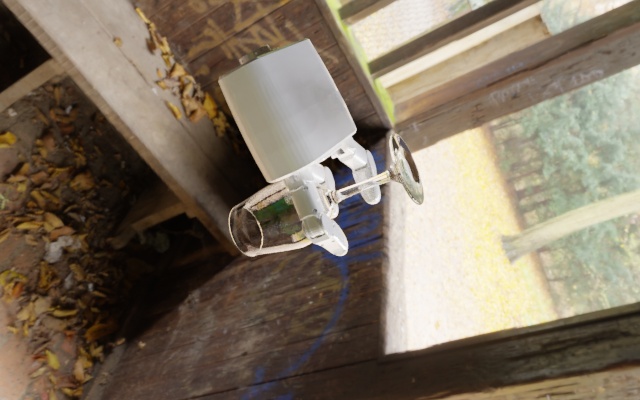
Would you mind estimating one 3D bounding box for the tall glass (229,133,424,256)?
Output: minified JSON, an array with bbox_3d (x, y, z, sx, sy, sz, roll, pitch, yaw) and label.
[{"bbox_3d":[0.001,0.002,0.501,0.201,0.079,0.079,-21,-9,25],"label":"tall glass"}]
